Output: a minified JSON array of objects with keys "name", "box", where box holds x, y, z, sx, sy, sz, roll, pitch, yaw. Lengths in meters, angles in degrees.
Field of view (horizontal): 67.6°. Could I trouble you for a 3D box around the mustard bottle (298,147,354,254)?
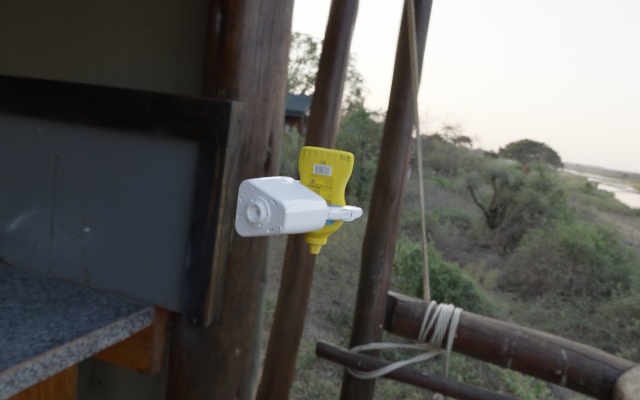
[{"name":"mustard bottle","box":[0.000,0.003,0.862,0.096,0.191,0.058,9,9,9]}]
